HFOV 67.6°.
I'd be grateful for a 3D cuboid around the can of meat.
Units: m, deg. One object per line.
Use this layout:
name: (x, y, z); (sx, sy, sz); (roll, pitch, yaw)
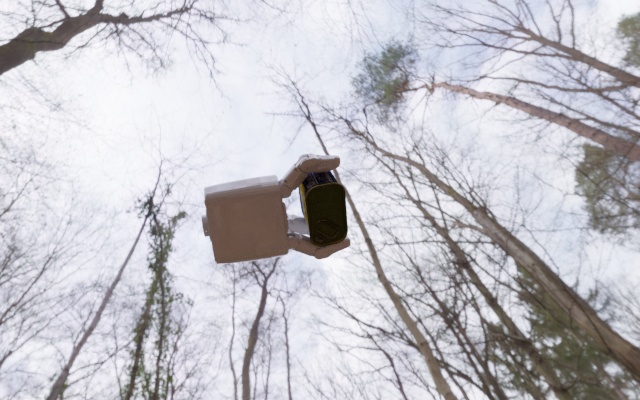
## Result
can of meat: (0.000, 0.002, 0.707); (0.057, 0.102, 0.084); (-12, 31, -9)
